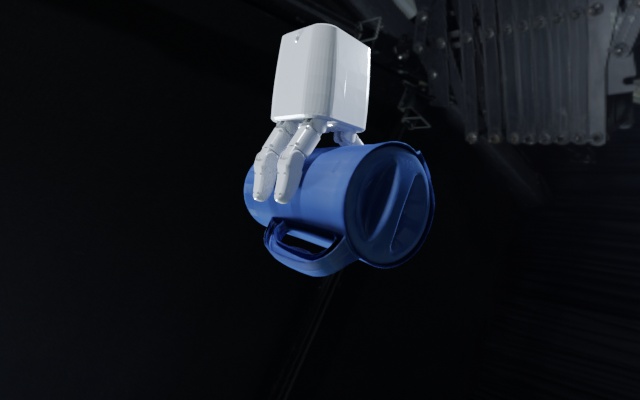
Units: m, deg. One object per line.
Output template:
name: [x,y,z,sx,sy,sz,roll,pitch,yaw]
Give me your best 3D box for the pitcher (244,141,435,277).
pitcher: [0.000,0.002,0.583,0.149,0.145,0.243,3,3,-37]
